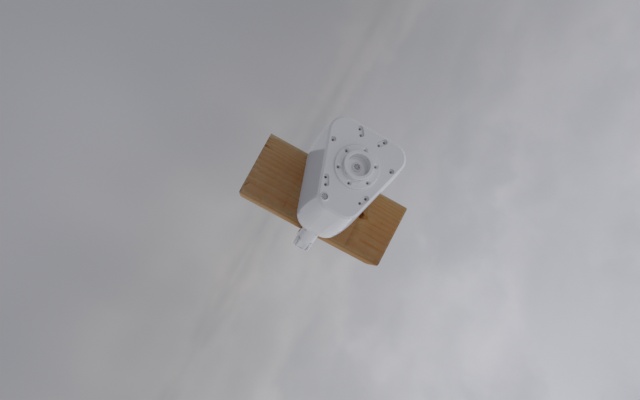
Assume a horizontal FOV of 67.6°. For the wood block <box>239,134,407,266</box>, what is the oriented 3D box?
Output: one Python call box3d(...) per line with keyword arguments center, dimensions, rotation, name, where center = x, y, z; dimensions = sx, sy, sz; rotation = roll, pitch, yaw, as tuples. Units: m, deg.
box3d(center=(0.000, 0.002, 0.666), dimensions=(0.206, 0.091, 0.090), rotation=(29, -7, -4), name="wood block")
